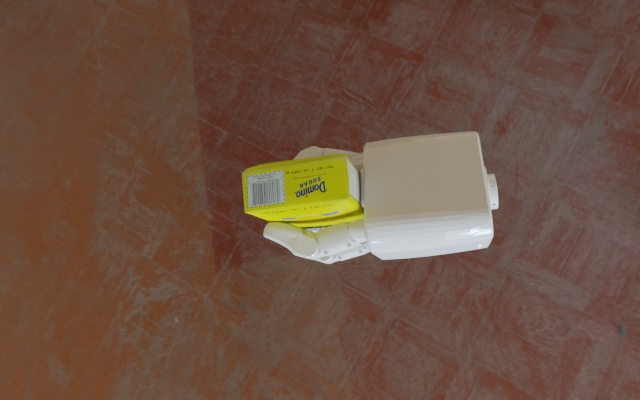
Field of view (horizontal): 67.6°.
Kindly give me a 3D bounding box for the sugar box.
[{"bbox_3d":[0.000,0.002,0.475,0.093,0.048,0.176,-7,-14,15],"label":"sugar box"}]
